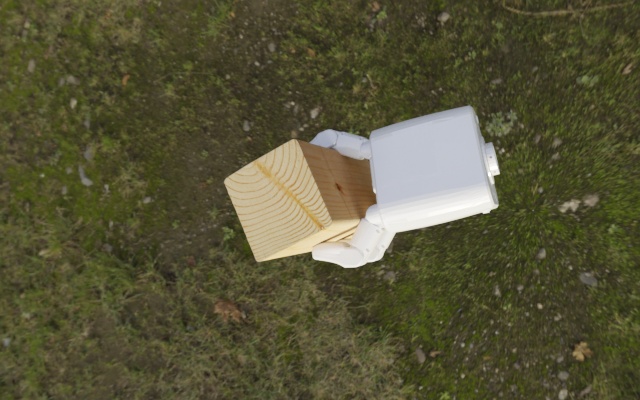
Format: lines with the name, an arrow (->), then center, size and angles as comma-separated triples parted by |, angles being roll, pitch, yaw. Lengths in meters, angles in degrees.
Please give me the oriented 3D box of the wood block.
wood block -> 0.000, 0.001, 0.536 | 0.090, 0.091, 0.206 | -28, -12, 21
